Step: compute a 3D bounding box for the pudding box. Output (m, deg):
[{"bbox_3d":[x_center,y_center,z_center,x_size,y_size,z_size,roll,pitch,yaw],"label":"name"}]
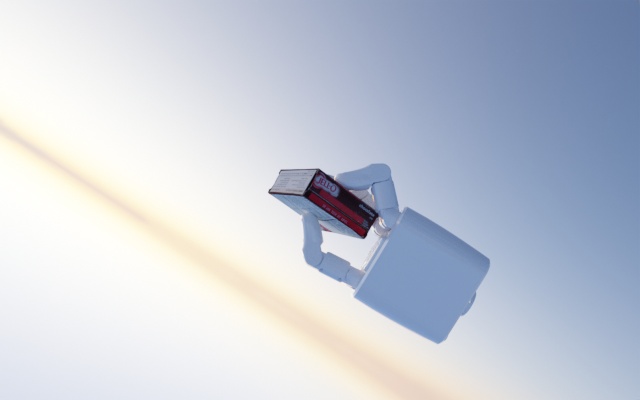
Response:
[{"bbox_3d":[0.000,0.002,0.543,0.090,0.039,0.113,37,-14,-23],"label":"pudding box"}]
